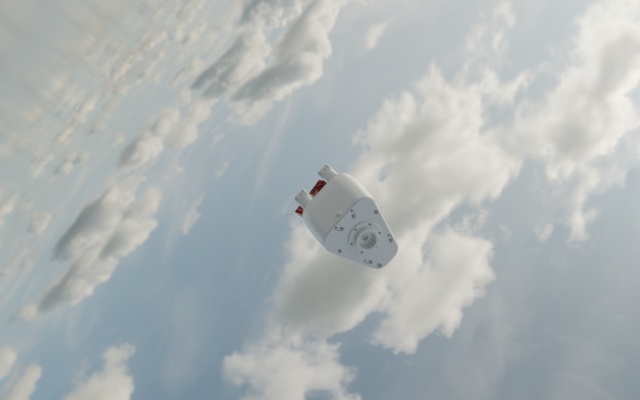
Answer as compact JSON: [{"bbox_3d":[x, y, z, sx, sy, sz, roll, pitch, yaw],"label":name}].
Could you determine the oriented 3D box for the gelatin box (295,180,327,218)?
[{"bbox_3d":[0.000,0.003,0.808,0.030,0.073,0.089,40,-9,-19],"label":"gelatin box"}]
